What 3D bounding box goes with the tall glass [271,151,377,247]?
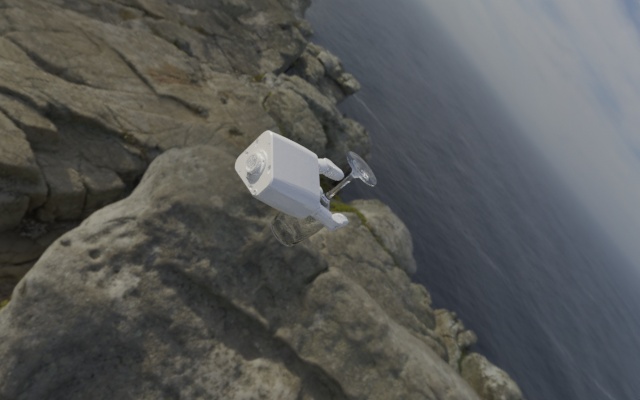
[{"bbox_3d":[0.001,0.002,0.851,0.201,0.079,0.079,-40,-19,24],"label":"tall glass"}]
